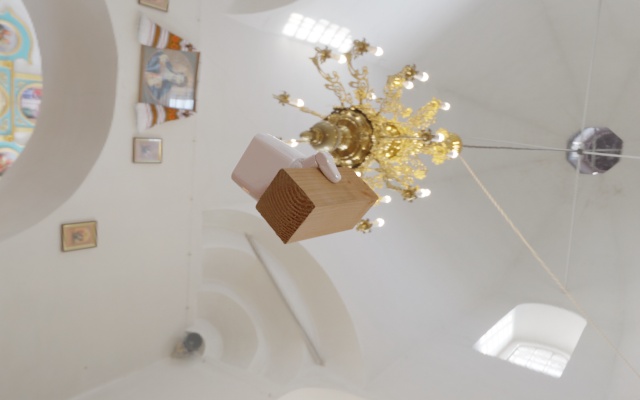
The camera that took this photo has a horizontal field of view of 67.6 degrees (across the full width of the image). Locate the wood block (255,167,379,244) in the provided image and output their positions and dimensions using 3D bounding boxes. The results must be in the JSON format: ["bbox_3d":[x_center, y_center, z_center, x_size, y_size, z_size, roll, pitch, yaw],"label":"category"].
[{"bbox_3d":[0.000,0.002,0.835,0.090,0.091,0.206,49,28,21],"label":"wood block"}]
